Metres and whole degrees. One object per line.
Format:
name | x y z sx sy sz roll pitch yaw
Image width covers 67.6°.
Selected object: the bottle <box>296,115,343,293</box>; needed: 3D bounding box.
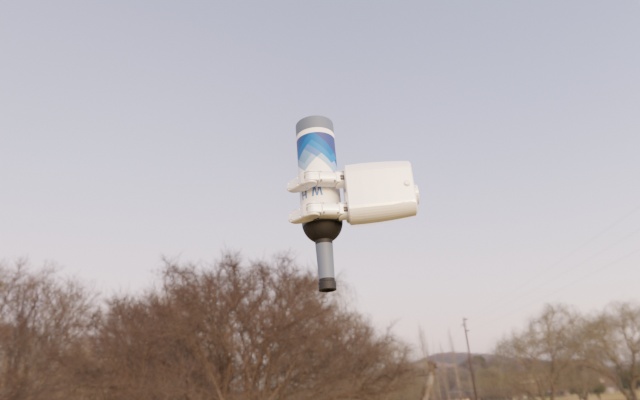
bottle | 0.000 0.002 0.784 0.069 0.295 0.069 -4 -23 -2
